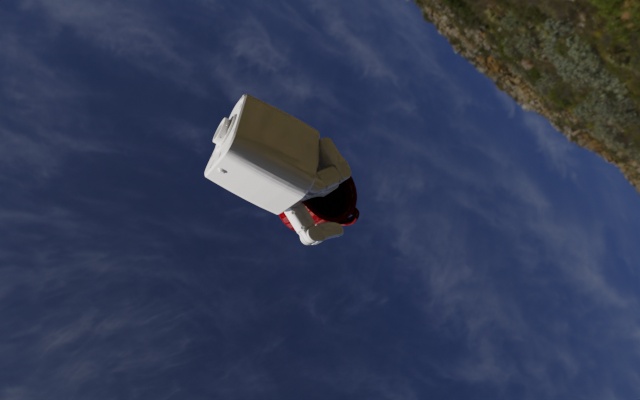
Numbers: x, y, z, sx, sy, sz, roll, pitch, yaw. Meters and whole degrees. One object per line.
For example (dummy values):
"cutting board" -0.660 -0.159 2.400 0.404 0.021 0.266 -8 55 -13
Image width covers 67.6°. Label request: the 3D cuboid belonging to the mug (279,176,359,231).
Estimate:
"mug" 0.001 0.003 0.672 0.117 0.093 0.081 28 -32 -22
